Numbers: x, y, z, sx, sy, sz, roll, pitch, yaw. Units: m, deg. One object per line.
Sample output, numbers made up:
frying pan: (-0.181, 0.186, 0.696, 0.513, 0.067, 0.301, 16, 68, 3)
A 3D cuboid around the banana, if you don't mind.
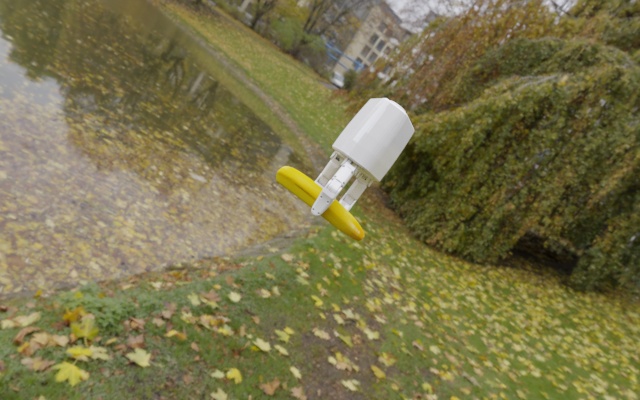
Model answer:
banana: (-0.009, -0.005, 0.769, 0.197, 0.037, 0.070, 37, -3, 28)
